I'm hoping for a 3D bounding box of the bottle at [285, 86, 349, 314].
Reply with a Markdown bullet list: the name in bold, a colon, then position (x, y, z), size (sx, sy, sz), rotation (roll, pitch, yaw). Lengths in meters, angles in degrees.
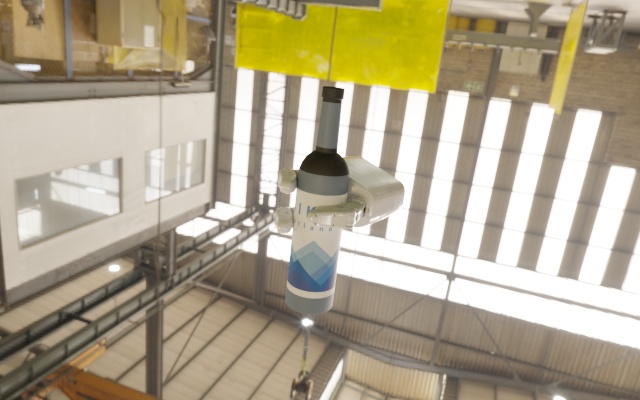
- **bottle**: position (0.000, 0.002, 0.625), size (0.069, 0.296, 0.069), rotation (6, 17, -2)
